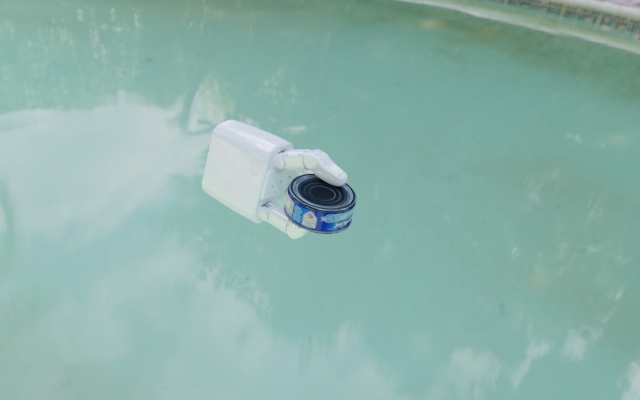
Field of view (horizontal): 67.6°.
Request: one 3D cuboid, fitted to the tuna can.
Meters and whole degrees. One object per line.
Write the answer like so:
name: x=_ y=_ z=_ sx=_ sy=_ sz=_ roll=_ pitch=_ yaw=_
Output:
tuna can: x=0.000 y=0.001 z=0.580 sx=0.086 sy=0.034 sz=0.086 roll=9 pitch=32 yaw=-6
